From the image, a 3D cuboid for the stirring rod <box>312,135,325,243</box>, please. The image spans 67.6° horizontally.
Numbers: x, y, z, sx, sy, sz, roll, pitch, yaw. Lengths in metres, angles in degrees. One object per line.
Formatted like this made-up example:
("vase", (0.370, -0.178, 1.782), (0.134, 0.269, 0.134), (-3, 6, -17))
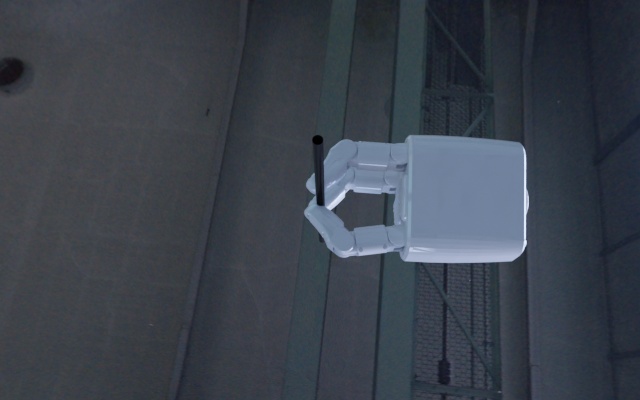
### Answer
("stirring rod", (0.000, 0.001, 0.451), (0.011, 0.011, 0.240), (0, -22, 1))
